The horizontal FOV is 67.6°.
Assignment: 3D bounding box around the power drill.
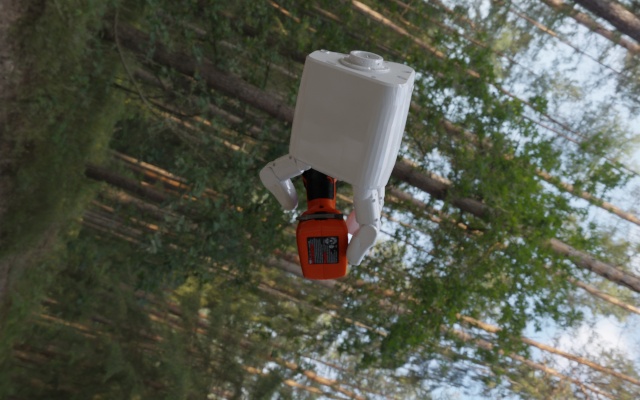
[{"bbox_3d":[0.000,0.002,0.602,0.057,0.187,0.185,-5,-41,1],"label":"power drill"}]
